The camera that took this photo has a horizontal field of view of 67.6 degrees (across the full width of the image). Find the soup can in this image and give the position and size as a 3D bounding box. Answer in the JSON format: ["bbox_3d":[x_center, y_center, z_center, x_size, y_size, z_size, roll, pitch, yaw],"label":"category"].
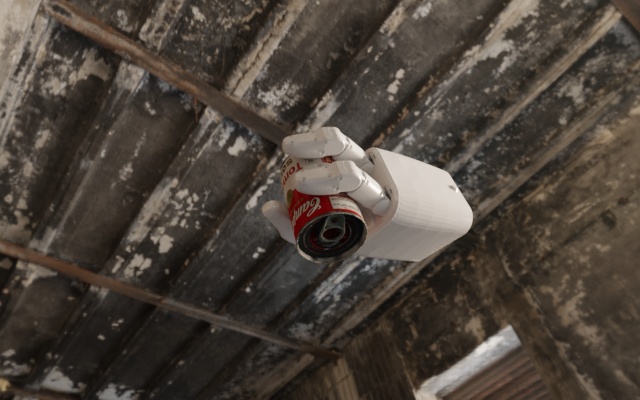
[{"bbox_3d":[0.000,0.001,0.474,0.068,0.069,0.102,0,43,-17],"label":"soup can"}]
